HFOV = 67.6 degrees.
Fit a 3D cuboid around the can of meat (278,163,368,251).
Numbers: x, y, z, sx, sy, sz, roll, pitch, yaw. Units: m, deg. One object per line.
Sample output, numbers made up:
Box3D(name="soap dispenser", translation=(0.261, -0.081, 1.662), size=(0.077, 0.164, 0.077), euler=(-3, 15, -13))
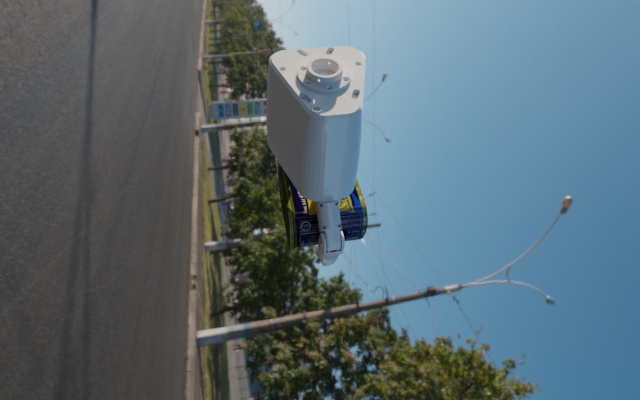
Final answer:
Box3D(name="can of meat", translation=(0.000, 0.002, 0.535), size=(0.084, 0.102, 0.057), euler=(-6, -42, -9))
